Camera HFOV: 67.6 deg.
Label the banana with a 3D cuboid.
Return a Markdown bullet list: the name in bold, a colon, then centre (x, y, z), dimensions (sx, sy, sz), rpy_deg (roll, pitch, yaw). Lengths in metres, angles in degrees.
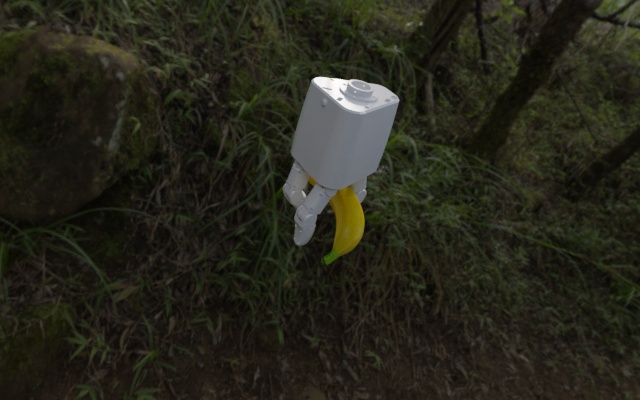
- **banana**: centre (0.019, 0.004, 0.656), dimensions (0.069, 0.037, 0.197), rpy_deg (-2, 41, -12)
